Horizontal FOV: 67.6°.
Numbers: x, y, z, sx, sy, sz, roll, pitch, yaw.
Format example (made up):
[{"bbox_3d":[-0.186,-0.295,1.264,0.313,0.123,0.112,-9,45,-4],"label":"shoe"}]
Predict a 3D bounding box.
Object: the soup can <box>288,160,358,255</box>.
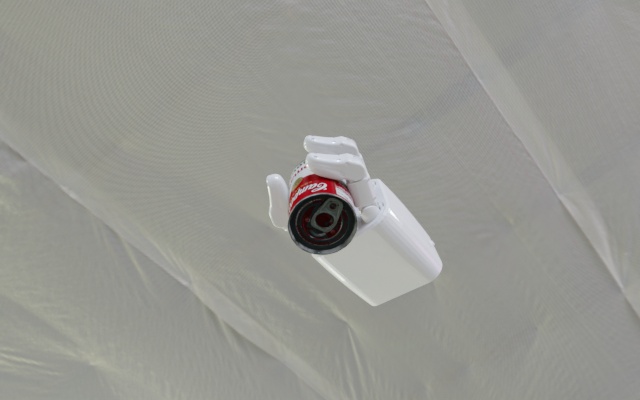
[{"bbox_3d":[0.000,0.001,0.505,0.068,0.068,0.102,0,26,-3],"label":"soup can"}]
